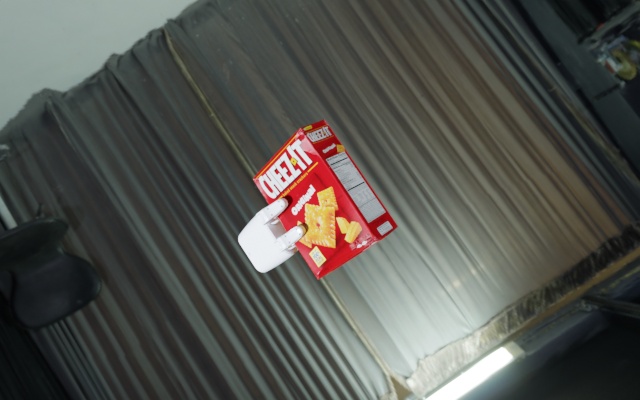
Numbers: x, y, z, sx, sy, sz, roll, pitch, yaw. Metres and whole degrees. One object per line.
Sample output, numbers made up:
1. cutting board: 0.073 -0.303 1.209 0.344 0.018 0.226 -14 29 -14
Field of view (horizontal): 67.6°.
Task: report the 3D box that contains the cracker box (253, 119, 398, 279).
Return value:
1. cracker box: 0.000 0.003 0.795 0.072 0.213 0.164 -28 -9 -46
